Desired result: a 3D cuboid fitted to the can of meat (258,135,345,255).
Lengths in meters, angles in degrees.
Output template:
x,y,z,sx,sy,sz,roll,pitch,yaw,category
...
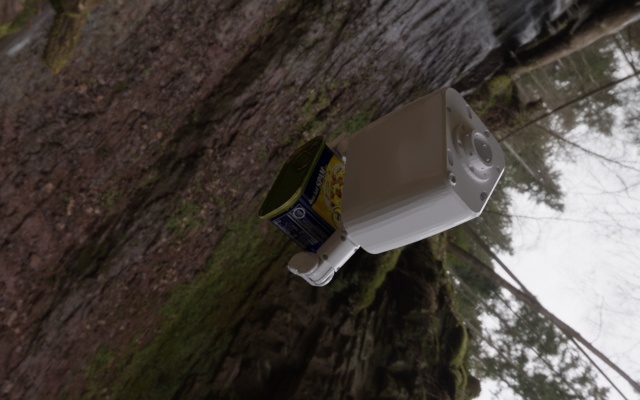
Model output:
x,y,z,sx,sy,sz,roll,pitch,yaw,category
0.000,0.002,0.466,0.084,0.102,0.057,43,-46,-21,can of meat
